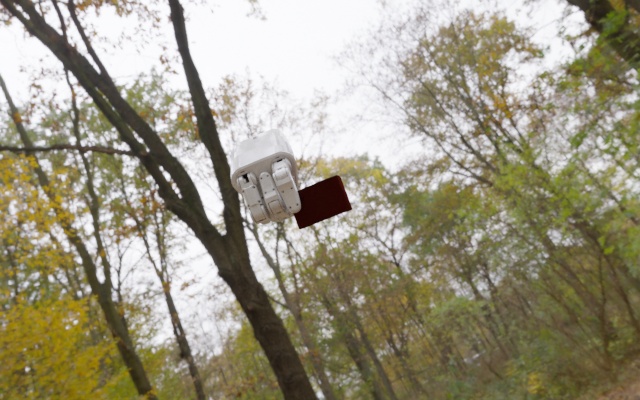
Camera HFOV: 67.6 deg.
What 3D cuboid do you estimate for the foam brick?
[{"bbox_3d":[0.000,0.002,0.669,0.078,0.053,0.051,-21,-2,8],"label":"foam brick"}]
